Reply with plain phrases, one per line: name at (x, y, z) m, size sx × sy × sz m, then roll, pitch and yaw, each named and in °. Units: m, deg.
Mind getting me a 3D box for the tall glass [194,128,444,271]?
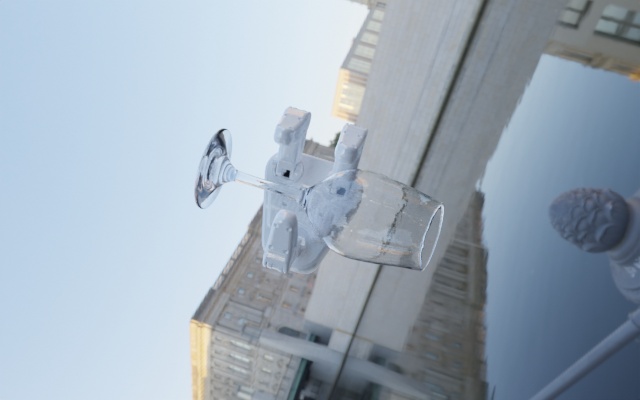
tall glass at (-0.001, 0.001, 0.414) m, size 0.201 × 0.079 × 0.079 m, roll 17°, pitch 2°, yaw 5°
